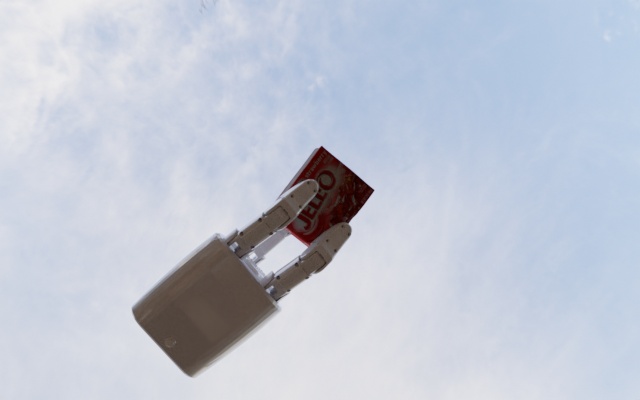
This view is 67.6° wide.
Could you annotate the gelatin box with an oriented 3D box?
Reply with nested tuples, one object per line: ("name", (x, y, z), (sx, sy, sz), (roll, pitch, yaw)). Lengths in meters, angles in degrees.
("gelatin box", (0.000, 0.001, 0.487), (0.073, 0.089, 0.030), (39, -9, -13))
